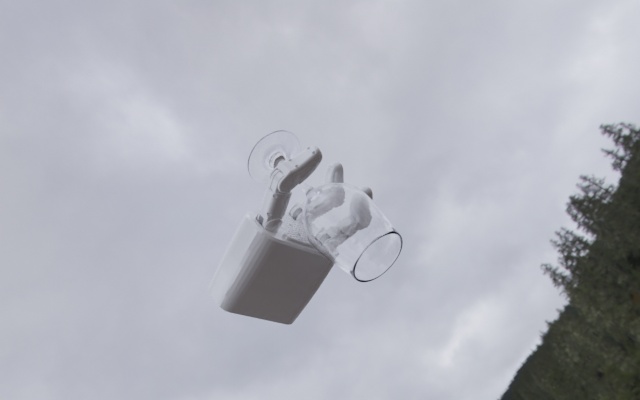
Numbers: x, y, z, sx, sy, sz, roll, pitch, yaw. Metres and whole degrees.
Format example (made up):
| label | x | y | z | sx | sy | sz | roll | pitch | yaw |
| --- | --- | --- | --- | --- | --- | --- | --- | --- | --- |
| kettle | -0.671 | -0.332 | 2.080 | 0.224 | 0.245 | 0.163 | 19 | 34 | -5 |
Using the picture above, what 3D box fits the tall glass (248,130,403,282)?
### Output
| label | x | y | z | sx | sy | sz | roll | pitch | yaw |
| --- | --- | --- | --- | --- | --- | --- | --- | --- | --- |
| tall glass | 0.000 | 0.001 | 0.521 | 0.079 | 0.079 | 0.201 | 0 | 32 | -42 |
